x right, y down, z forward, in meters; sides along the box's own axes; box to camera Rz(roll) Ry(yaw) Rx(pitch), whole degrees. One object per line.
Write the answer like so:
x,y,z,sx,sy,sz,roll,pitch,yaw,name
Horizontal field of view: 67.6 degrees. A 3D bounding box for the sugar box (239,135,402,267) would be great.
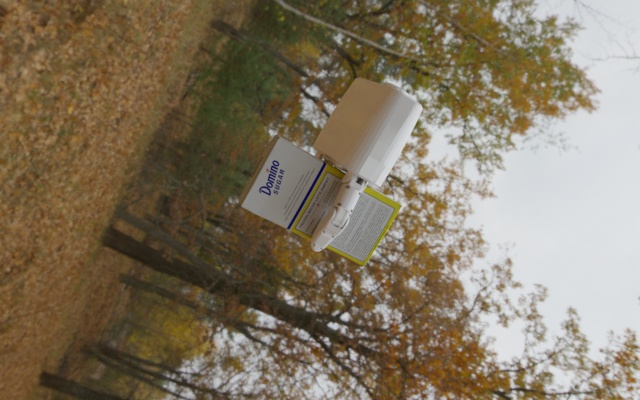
0.000,0.002,0.581,0.176,0.093,0.048,29,6,-16,sugar box
